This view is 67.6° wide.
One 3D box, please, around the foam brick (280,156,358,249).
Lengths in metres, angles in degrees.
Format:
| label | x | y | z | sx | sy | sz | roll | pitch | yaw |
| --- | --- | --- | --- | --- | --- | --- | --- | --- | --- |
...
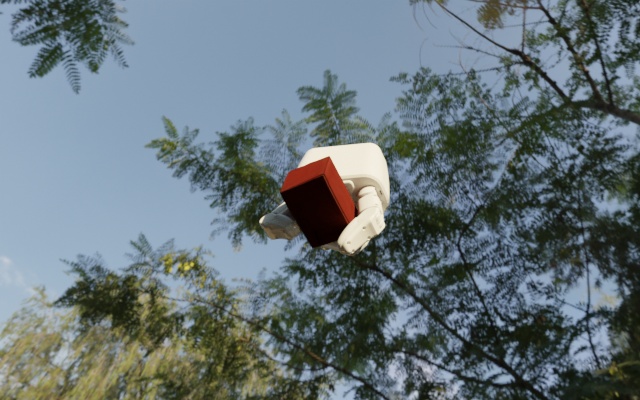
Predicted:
| label | x | y | z | sx | sy | sz | roll | pitch | yaw |
| --- | --- | --- | --- | --- | --- | --- | --- | --- | --- |
| foam brick | 0.000 | 0.001 | 0.512 | 0.053 | 0.078 | 0.051 | -20 | 25 | 18 |
